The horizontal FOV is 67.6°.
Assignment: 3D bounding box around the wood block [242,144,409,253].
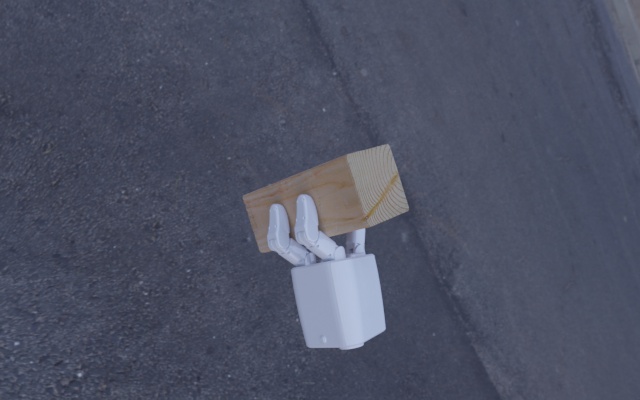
[{"bbox_3d":[0.001,0.002,0.640,0.206,0.090,0.091,-18,0,44],"label":"wood block"}]
